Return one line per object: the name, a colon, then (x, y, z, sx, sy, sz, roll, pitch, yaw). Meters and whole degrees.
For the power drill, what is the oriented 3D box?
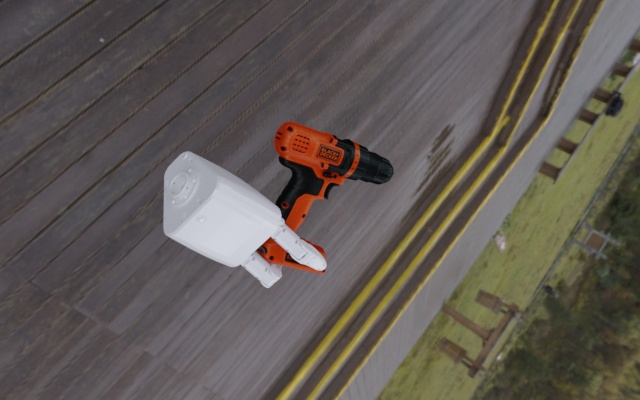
power drill: (0.000, 0.003, 0.656, 0.184, 0.187, 0.057, 17, 7, -27)
